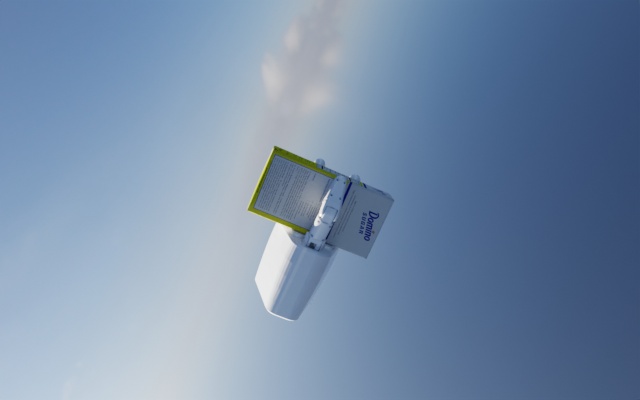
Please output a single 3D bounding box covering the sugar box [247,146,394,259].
[{"bbox_3d":[0.000,0.002,0.650,0.176,0.093,0.048,23,12,-8],"label":"sugar box"}]
